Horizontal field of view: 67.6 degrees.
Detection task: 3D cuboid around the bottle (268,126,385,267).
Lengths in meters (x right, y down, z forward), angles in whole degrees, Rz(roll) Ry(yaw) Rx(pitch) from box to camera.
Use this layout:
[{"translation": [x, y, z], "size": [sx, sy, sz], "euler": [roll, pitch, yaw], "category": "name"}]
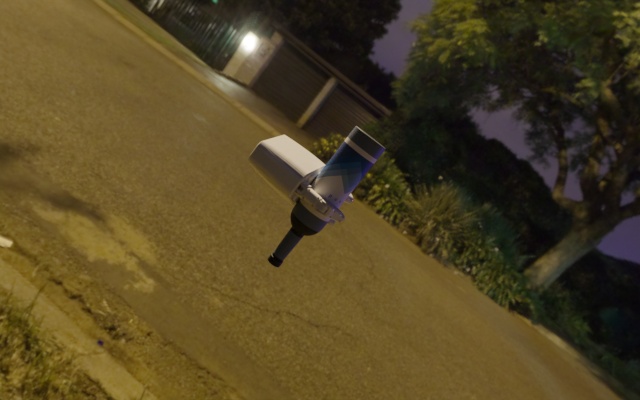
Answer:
[{"translation": [0.000, 0.003, 0.867], "size": [0.069, 0.296, 0.069], "euler": [36, 11, -8], "category": "bottle"}]
